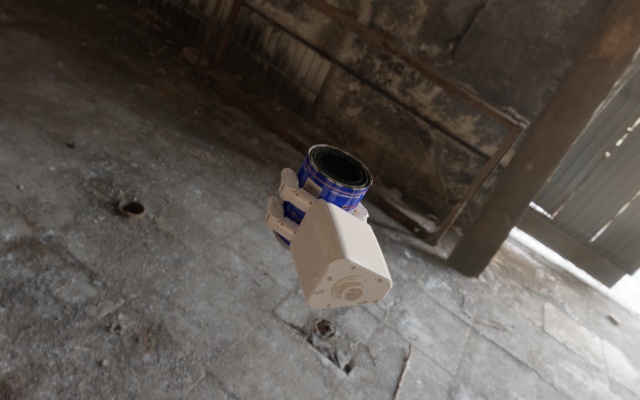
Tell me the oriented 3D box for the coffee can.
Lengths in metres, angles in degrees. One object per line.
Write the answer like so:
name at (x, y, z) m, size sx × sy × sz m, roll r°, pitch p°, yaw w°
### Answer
coffee can at (0.000, 0.002, 0.715) m, size 0.103 × 0.140 × 0.102 m, roll 21°, pitch 32°, yaw -13°
